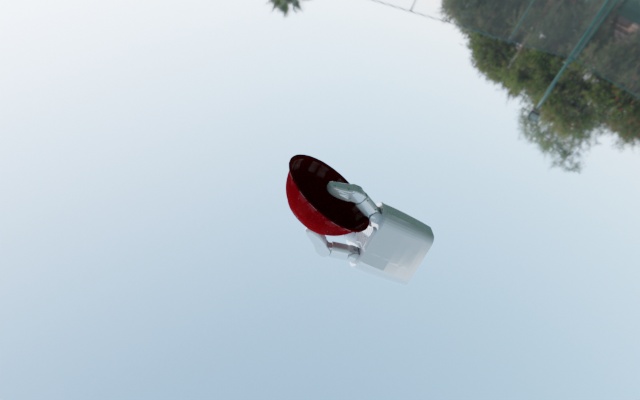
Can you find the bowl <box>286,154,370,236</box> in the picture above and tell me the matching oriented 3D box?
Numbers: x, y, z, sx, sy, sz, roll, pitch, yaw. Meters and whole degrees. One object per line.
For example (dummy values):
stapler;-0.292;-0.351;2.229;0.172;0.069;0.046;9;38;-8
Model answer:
bowl;-0.001;0.002;0.756;0.055;0.162;0.162;-46;-24;26
